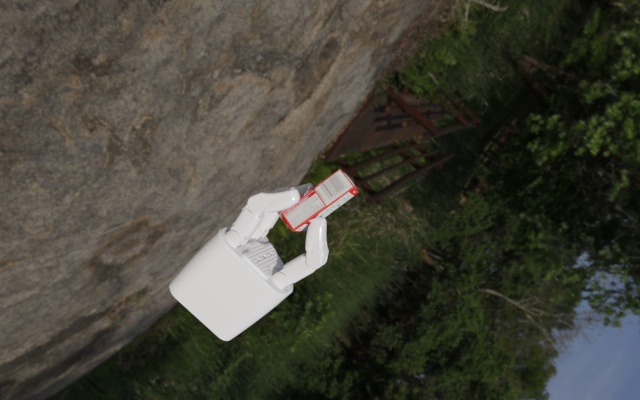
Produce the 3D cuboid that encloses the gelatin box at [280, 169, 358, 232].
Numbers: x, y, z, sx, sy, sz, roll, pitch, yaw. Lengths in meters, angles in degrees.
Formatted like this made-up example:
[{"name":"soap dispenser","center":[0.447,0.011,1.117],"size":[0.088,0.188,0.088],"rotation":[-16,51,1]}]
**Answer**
[{"name":"gelatin box","center":[0.001,0.002,0.573],"size":[0.089,0.030,0.073],"rotation":[-36,-8,6]}]
